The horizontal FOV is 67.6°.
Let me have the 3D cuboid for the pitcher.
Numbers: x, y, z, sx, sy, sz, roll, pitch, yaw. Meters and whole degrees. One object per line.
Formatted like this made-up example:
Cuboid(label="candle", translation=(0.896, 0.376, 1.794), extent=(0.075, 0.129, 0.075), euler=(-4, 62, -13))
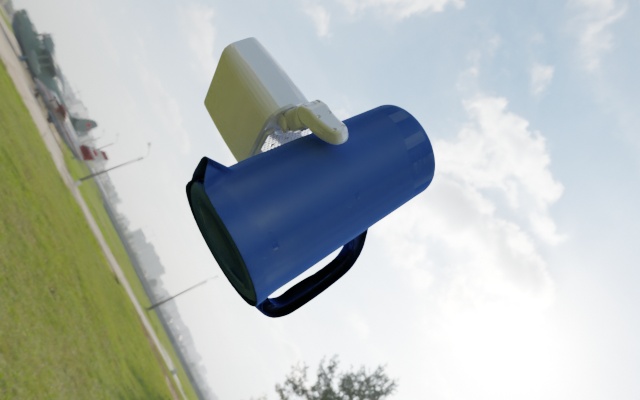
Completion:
Cuboid(label="pitcher", translation=(0.000, 0.001, 0.496), extent=(0.243, 0.145, 0.149), euler=(-28, -19, -23))
